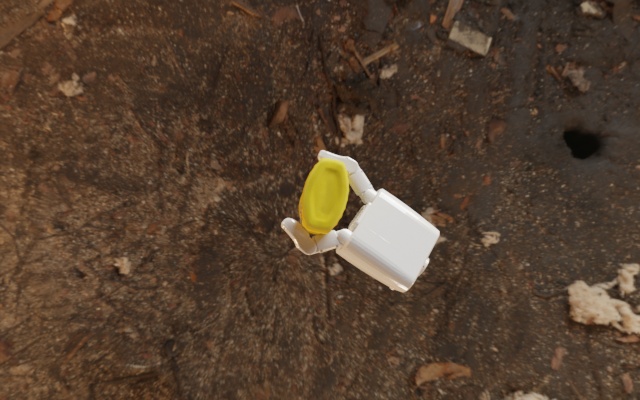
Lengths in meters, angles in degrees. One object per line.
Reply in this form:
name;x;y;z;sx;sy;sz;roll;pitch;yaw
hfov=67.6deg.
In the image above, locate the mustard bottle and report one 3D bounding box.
mustard bottle;0.000;0.002;0.694;0.058;0.096;0.191;11;-7;-3
